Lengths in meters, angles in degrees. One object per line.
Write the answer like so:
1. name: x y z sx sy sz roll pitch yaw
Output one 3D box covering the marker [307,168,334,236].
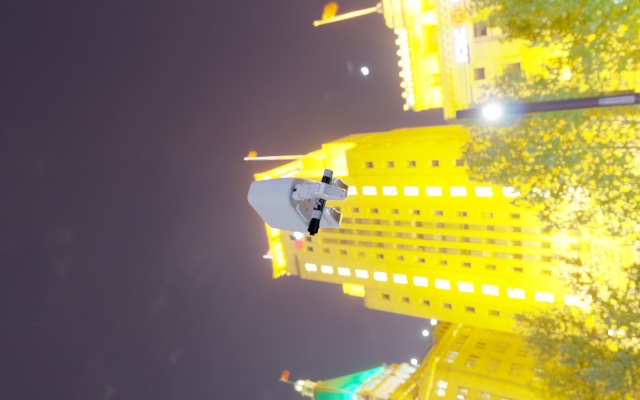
1. marker: 0.000 0.003 0.814 0.020 0.121 0.020 13 -19 5
